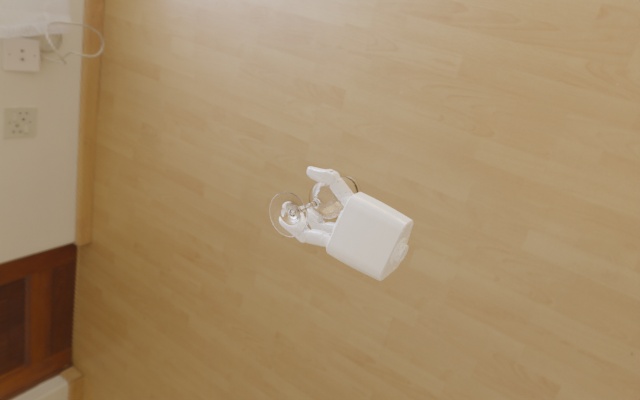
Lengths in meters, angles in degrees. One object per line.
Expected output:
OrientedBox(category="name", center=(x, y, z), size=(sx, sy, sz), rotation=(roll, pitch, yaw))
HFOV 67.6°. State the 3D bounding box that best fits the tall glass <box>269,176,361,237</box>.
OrientedBox(category="tall glass", center=(0.000, 0.003, 0.840), size=(0.079, 0.079, 0.201), rotation=(0, 12, 32))
